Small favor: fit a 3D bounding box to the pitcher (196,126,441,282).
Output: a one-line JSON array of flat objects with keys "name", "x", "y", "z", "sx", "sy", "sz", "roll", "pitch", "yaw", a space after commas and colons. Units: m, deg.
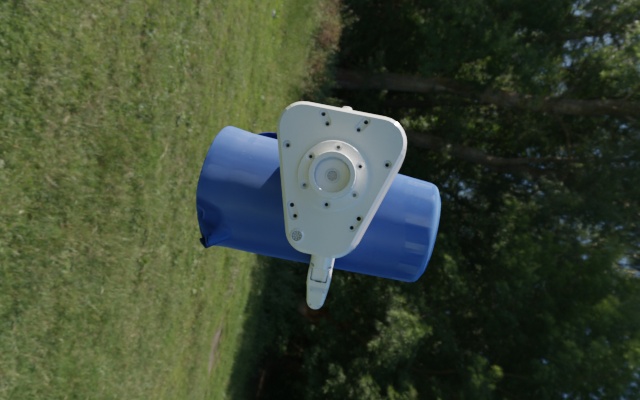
[{"name": "pitcher", "x": 0.000, "y": 0.002, "z": 0.524, "sx": 0.243, "sy": 0.149, "sz": 0.145, "roll": 13, "pitch": -3, "yaw": 4}]
